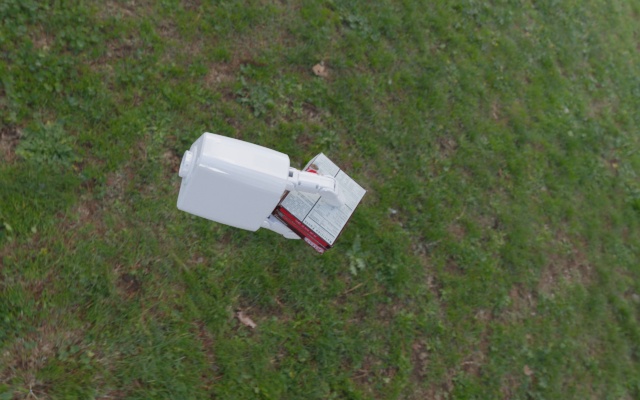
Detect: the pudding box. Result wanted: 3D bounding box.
[{"bbox_3d":[0.000,0.002,0.646,0.090,0.113,0.039,41,-32,-7],"label":"pudding box"}]
